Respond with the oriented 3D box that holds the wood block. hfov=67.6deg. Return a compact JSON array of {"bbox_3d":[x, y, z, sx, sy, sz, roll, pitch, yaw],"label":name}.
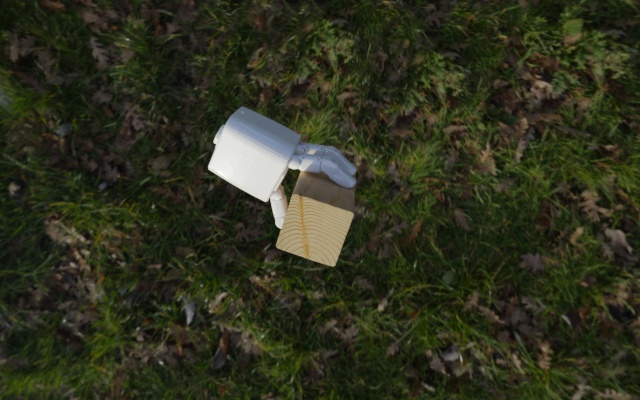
[{"bbox_3d":[0.000,0.003,0.746,0.090,0.091,0.206,18,23,-2],"label":"wood block"}]
